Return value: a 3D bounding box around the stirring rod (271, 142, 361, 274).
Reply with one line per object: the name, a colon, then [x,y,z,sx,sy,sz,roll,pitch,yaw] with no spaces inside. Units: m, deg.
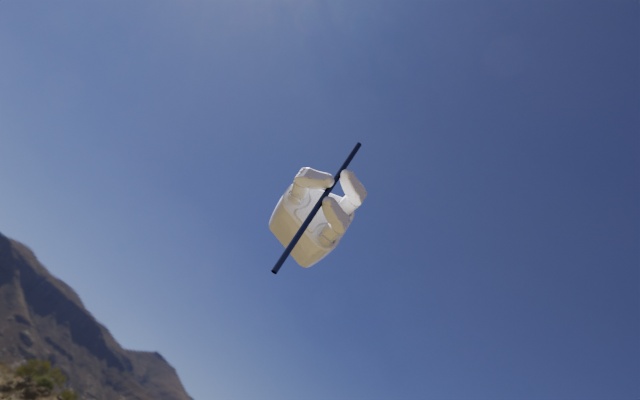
stirring rod: [0.000,0.002,0.644,0.011,0.239,0.011,23,-33,16]
